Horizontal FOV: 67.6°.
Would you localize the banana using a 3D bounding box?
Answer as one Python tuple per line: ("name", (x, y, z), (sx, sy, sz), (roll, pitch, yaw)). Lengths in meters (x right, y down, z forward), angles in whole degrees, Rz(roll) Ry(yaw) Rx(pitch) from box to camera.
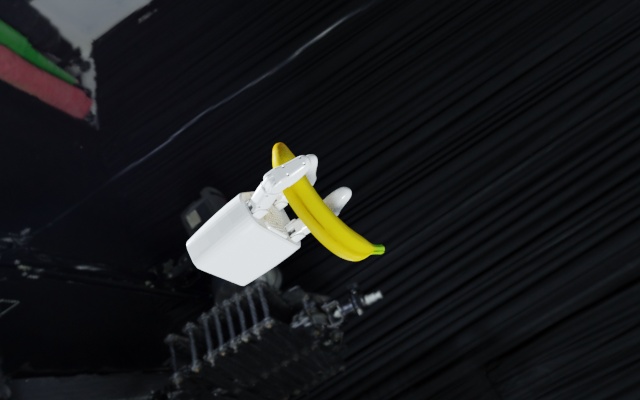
("banana", (-0.004, 0.009, 0.596), (0.037, 0.198, 0.069), (-43, -2, 24))
